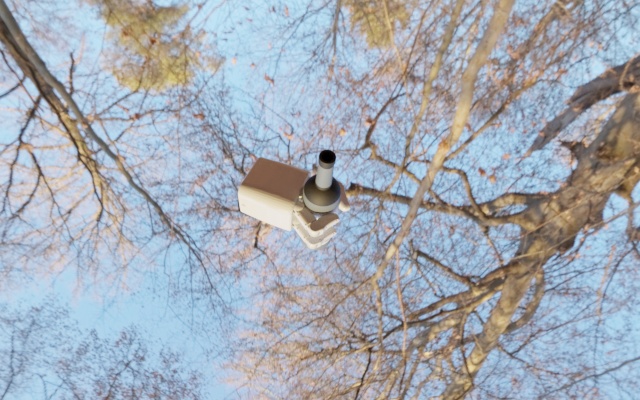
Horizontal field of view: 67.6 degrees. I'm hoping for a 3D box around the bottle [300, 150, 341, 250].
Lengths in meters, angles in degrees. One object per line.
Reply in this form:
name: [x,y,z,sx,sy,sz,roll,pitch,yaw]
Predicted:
bottle: [0.000,0.003,0.869,0.069,0.069,0.296,0,-29,-5]
